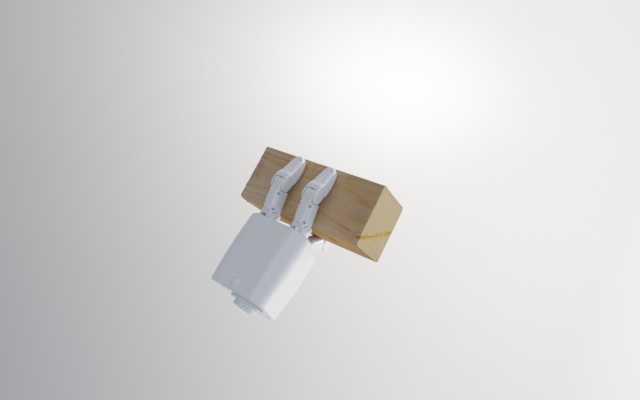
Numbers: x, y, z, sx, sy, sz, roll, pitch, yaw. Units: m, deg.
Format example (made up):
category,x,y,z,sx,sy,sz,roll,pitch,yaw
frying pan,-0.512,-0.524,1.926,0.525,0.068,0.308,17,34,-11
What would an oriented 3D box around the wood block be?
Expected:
category,x,y,z,sx,sy,sz,roll,pitch,yaw
wood block,0.000,0.003,0.694,0.206,0.090,0.091,21,-11,31
